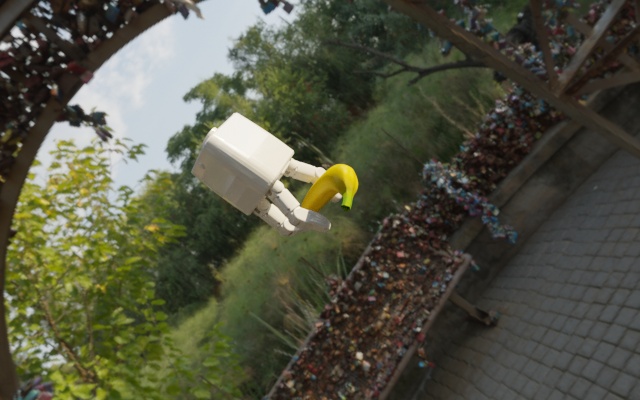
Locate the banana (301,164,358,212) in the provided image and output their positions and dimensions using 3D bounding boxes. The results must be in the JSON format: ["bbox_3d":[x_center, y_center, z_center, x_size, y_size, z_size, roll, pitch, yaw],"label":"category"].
[{"bbox_3d":[0.011,-0.014,0.668,0.037,0.069,0.198,34,-14,-10],"label":"banana"}]
